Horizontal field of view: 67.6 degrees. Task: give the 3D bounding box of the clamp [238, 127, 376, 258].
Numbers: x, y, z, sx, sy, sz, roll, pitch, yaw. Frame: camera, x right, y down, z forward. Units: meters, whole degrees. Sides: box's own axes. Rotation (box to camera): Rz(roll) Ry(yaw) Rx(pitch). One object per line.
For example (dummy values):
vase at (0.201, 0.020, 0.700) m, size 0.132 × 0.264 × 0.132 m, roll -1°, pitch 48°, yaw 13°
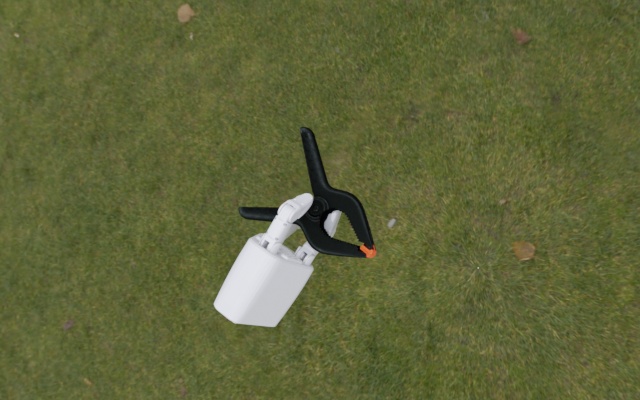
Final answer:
clamp at (0.000, 0.003, 0.681) m, size 0.210 × 0.164 × 0.036 m, roll 33°, pitch 4°, yaw 19°
